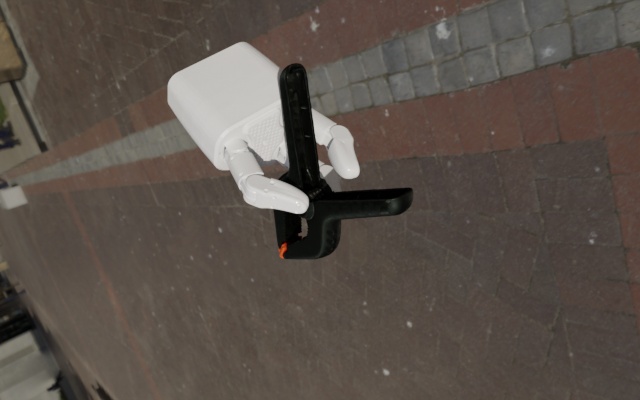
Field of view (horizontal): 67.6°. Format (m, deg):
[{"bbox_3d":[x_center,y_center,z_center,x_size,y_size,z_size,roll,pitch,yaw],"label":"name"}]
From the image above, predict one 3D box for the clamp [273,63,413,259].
[{"bbox_3d":[-0.001,0.002,0.454,0.036,0.164,0.210,-23,-32,-33],"label":"clamp"}]
